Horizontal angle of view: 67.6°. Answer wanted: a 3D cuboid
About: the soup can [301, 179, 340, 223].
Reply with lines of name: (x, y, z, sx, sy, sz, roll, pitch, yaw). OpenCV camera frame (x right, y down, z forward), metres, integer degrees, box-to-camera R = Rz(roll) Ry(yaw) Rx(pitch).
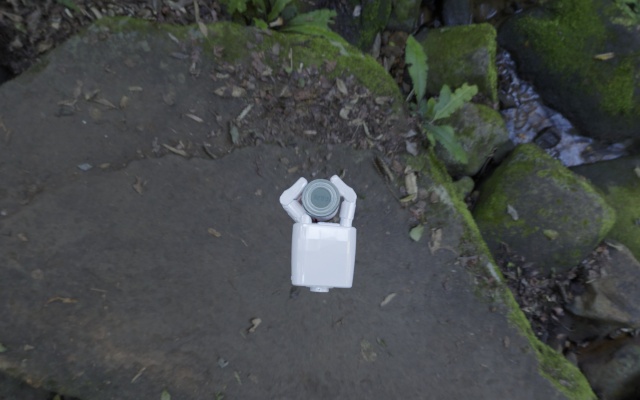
soup can: (0.000, 0.002, 0.856, 0.068, 0.068, 0.102, 0, -8, 0)
